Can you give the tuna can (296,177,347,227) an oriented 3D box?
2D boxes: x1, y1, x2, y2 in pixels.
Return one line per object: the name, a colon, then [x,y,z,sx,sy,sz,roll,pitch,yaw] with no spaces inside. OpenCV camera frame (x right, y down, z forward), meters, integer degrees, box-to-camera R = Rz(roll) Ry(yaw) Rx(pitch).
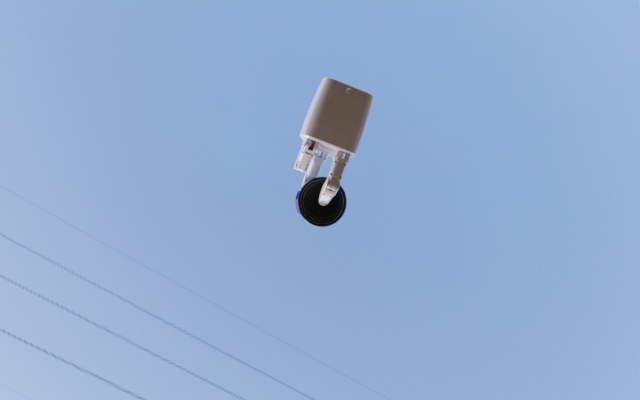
tuna can: [0.000,0.003,0.829,0.086,0.086,0.034,0,-2,-12]
